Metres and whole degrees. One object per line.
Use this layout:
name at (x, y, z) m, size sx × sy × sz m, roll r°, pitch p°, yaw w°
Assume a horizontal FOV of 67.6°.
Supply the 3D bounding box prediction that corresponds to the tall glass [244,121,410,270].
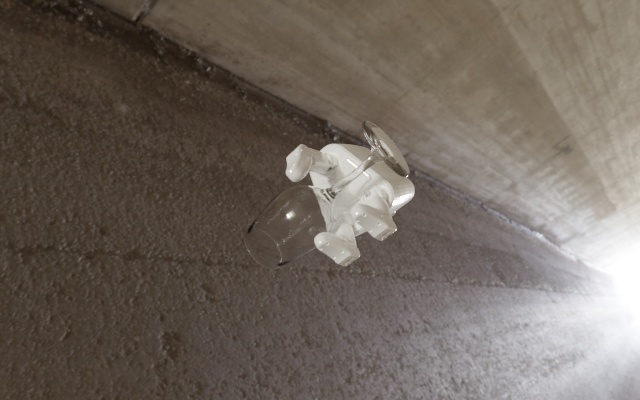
tall glass at (0.000, 0.001, 0.545) m, size 0.201 × 0.079 × 0.079 m, roll -39°, pitch -19°, yaw 25°
